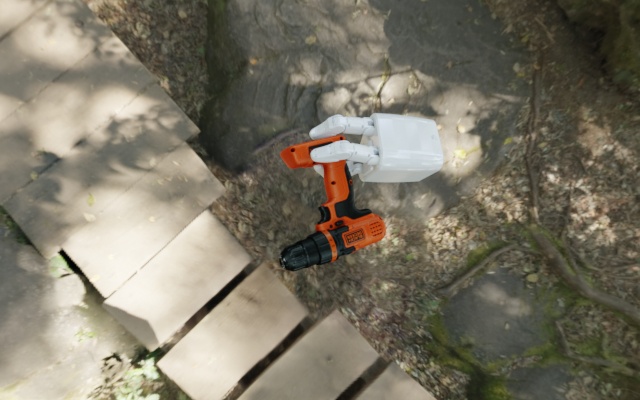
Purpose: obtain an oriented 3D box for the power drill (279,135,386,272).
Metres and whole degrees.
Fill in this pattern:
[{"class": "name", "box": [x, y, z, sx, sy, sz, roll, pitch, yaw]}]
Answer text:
[{"class": "power drill", "box": [0.000, 0.002, 0.744, 0.184, 0.187, 0.057, -18, 2, -26]}]
